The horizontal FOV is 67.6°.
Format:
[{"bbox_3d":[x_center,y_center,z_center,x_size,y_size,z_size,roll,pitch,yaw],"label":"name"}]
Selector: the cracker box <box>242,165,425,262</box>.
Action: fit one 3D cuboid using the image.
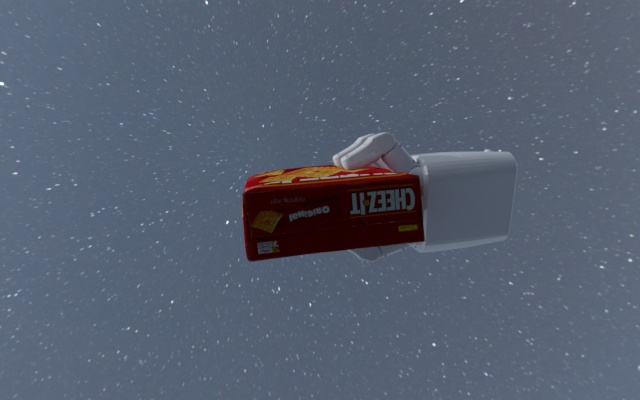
[{"bbox_3d":[0.000,0.002,0.526,0.164,0.072,0.213,-6,7,-7],"label":"cracker box"}]
